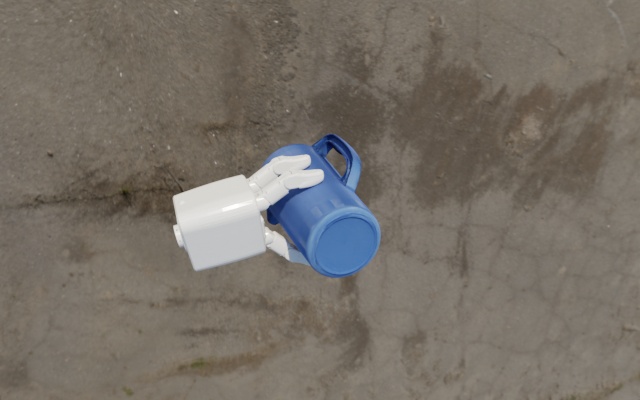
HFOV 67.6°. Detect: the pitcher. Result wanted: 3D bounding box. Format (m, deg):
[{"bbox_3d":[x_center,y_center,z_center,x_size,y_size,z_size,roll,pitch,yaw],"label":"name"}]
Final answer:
[{"bbox_3d":[0.000,0.002,0.727,0.145,0.149,0.242,-14,28,-15],"label":"pitcher"}]
